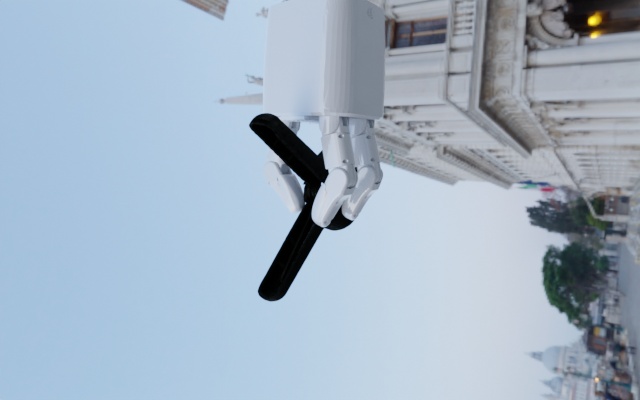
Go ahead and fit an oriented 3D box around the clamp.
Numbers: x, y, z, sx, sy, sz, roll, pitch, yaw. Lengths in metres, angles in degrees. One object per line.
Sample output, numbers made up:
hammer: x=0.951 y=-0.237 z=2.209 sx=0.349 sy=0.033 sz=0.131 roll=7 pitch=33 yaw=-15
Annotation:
clamp: x=0.000 y=0.001 z=0.481 sx=0.036 sy=0.164 sz=0.210 roll=9 pitch=10 yaw=31
